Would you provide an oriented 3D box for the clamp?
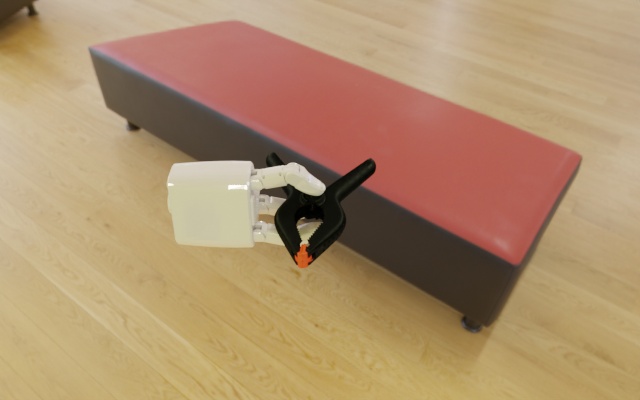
[{"bbox_3d":[0.000,0.002,0.653,0.164,0.036,0.209,-1,43,1],"label":"clamp"}]
